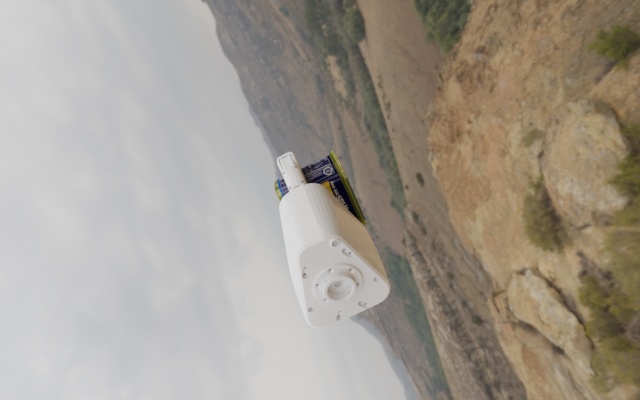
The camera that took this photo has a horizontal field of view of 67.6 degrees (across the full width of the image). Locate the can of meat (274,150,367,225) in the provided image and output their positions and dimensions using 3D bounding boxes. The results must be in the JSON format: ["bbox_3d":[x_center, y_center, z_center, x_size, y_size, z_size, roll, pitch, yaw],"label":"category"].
[{"bbox_3d":[0.000,0.002,0.595,0.084,0.102,0.057,-25,34,2],"label":"can of meat"}]
